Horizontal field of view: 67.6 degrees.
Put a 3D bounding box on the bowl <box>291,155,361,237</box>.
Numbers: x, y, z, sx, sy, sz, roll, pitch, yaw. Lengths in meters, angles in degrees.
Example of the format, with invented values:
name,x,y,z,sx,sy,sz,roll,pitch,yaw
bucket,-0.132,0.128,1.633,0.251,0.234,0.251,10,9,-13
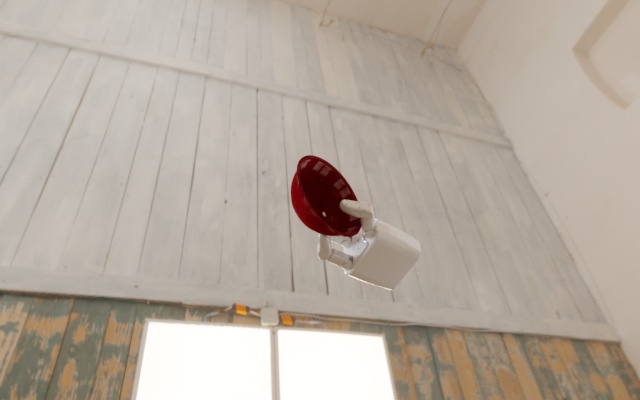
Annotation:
name,x,y,z,sx,sy,sz,roll,pitch,yaw
bowl,-0.001,0.002,0.832,0.055,0.162,0.162,-34,-19,30
